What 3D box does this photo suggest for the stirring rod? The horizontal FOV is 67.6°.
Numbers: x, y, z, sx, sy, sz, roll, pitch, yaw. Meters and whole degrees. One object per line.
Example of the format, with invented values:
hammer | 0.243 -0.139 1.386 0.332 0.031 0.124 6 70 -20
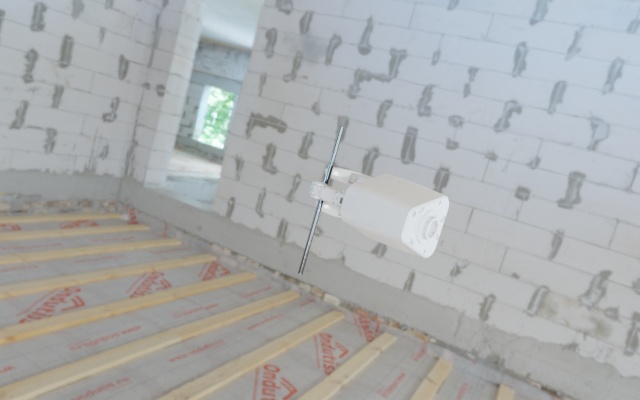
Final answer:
stirring rod | 0.000 0.002 0.746 0.011 0.239 0.011 16 8 -2
